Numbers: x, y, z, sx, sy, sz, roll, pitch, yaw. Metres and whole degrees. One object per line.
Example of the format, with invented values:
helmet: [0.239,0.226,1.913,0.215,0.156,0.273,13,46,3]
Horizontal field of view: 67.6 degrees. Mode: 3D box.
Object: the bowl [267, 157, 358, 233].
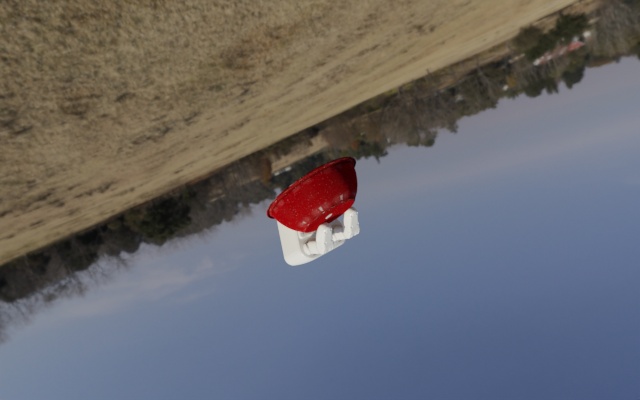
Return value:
bowl: [0.000,0.002,0.731,0.162,0.055,0.162,-31,-14,-9]
